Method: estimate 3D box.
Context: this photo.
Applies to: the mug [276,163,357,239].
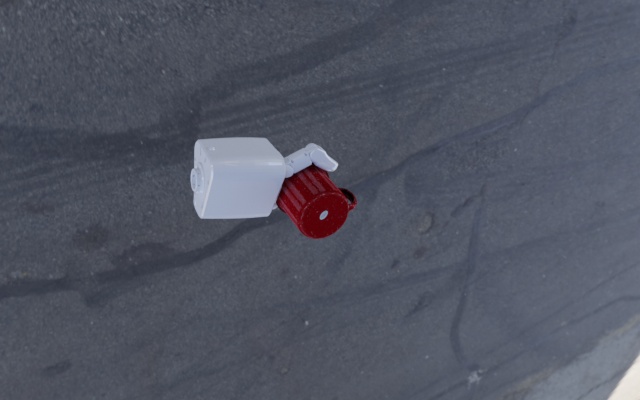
[{"bbox_3d":[0.001,0.002,0.710,0.117,0.093,0.081,-3,32,-28],"label":"mug"}]
